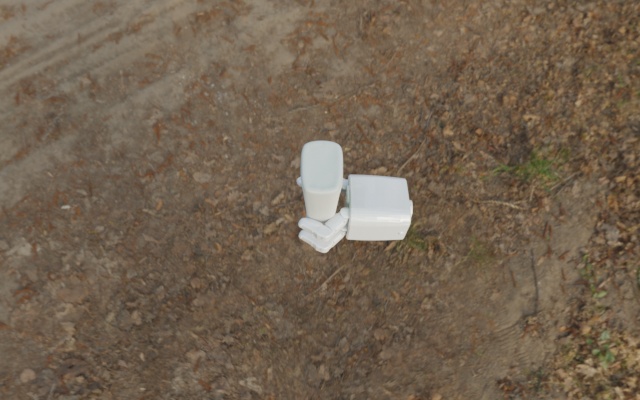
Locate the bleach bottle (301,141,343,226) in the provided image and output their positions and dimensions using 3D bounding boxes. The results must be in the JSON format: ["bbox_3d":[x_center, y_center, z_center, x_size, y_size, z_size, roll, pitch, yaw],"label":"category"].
[{"bbox_3d":[0.000,0.003,0.862,0.068,0.102,0.251,1,-27,-1],"label":"bleach bottle"}]
